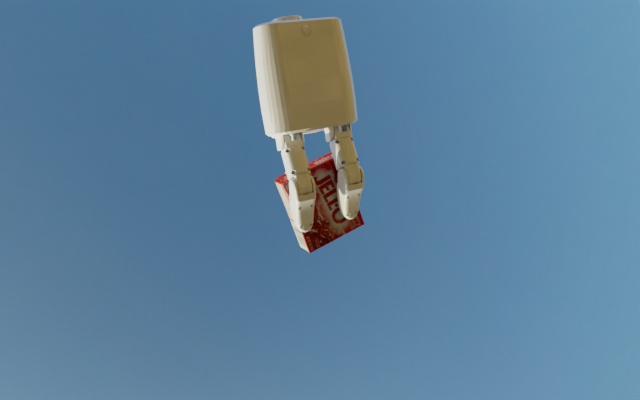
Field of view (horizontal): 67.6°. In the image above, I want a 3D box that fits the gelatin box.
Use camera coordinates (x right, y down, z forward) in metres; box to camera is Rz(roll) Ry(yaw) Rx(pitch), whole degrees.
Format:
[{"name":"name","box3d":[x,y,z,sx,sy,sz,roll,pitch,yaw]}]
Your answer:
[{"name":"gelatin box","box3d":[0.000,0.002,0.524,0.073,0.089,0.030,-27,21,-18]}]
